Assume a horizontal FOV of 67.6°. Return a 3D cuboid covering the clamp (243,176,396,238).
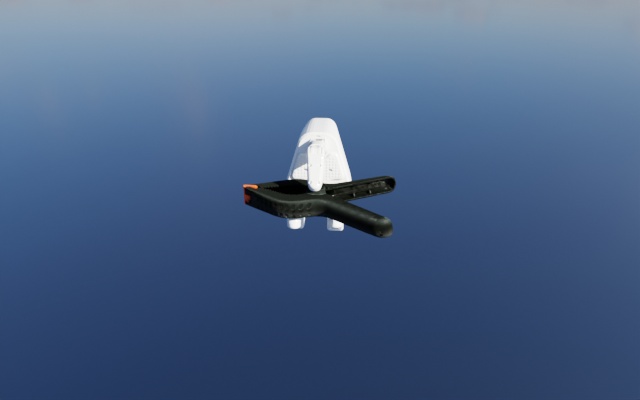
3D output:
[{"bbox_3d":[0.000,0.001,0.622,0.210,0.036,0.164,1,22,2],"label":"clamp"}]
